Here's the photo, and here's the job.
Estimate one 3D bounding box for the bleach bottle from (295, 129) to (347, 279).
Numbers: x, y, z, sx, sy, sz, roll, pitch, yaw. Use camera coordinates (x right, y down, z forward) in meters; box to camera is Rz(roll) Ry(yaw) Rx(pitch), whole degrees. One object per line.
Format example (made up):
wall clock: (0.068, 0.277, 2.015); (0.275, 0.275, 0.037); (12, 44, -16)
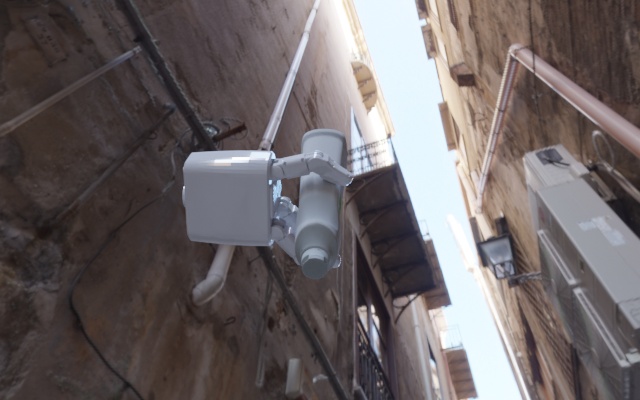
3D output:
bleach bottle: (0.000, 0.002, 0.615); (0.068, 0.103, 0.250); (0, 31, 4)
